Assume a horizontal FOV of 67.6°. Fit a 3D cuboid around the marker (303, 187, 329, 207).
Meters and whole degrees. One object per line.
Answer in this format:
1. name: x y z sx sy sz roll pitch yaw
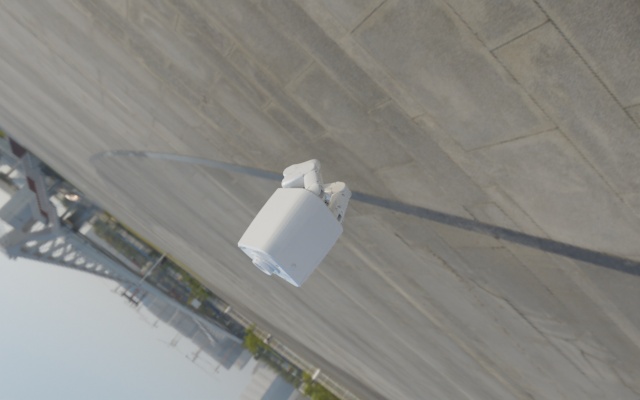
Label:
1. marker: 0.000 0.002 0.768 0.020 0.020 0.121 0 -38 37
